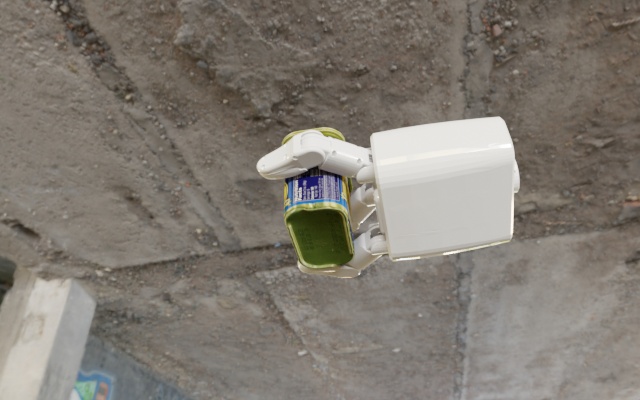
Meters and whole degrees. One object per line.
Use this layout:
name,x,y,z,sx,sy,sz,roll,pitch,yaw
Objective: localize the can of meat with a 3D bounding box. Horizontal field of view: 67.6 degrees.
can of meat,0.000,0.002,0.427,0.057,0.084,0.102,-7,-37,6
